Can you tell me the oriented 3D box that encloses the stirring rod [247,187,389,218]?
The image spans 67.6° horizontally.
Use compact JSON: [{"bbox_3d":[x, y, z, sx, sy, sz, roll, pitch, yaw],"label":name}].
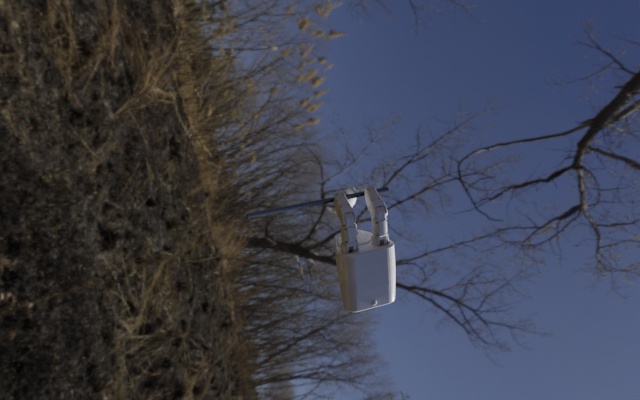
[{"bbox_3d":[0.000,0.003,0.776,0.239,0.011,0.011,-11,3,-16],"label":"stirring rod"}]
